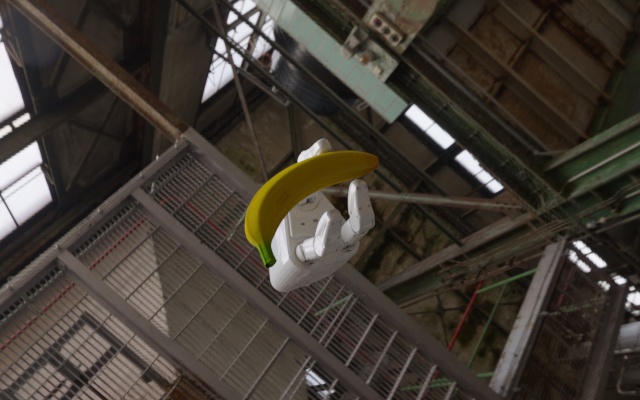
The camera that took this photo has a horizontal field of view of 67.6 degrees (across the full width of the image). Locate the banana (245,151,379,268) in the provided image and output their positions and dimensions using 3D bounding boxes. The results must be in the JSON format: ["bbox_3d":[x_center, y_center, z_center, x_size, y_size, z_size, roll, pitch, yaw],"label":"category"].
[{"bbox_3d":[-0.016,-0.009,0.499,0.197,0.069,0.037,-43,-10,-36],"label":"banana"}]
